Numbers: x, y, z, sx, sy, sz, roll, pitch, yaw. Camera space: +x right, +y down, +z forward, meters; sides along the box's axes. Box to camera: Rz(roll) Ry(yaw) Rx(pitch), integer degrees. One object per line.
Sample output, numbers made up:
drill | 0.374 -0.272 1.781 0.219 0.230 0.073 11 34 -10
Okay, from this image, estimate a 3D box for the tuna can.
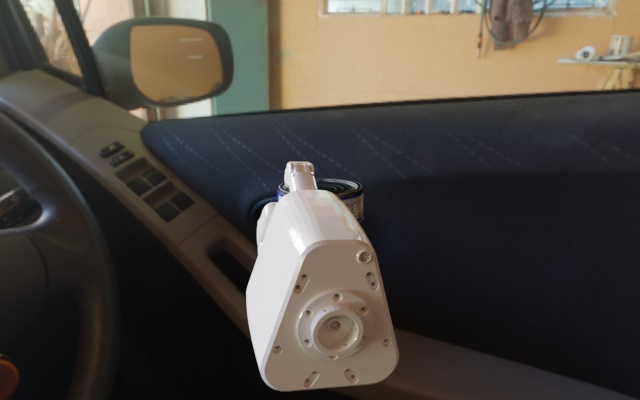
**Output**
tuna can | 0.000 0.001 0.472 0.086 0.034 0.086 -1 14 0
